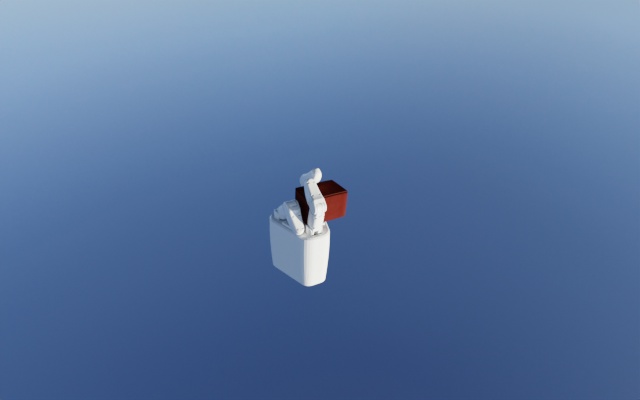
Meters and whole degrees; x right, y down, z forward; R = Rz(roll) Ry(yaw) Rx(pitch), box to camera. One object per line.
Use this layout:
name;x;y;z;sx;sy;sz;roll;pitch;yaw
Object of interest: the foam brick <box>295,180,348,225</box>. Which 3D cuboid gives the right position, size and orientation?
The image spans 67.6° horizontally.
foam brick;0.000;0.003;0.836;0.078;0.051;0.053;-14;33;-26
